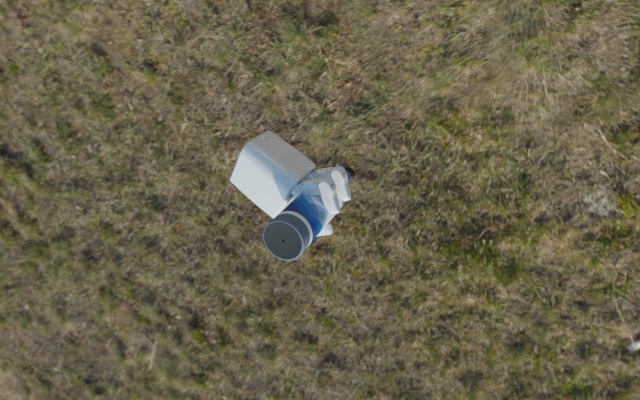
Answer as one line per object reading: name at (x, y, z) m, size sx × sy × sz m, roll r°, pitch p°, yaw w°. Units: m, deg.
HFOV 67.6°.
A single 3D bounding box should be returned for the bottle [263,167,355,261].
bottle at (0.000, 0.003, 0.820) m, size 0.069 × 0.069 × 0.295 m, roll 0°, pitch 23°, yaw 24°
